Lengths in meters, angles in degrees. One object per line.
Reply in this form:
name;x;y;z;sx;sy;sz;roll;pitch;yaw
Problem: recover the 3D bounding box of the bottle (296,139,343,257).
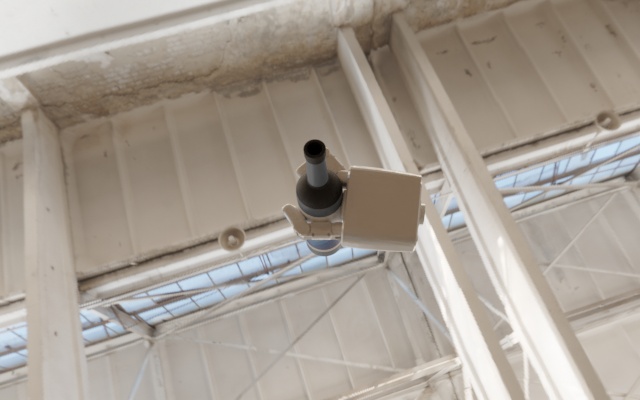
bottle;0.000;0.002;0.705;0.069;0.069;0.296;0;-26;3
